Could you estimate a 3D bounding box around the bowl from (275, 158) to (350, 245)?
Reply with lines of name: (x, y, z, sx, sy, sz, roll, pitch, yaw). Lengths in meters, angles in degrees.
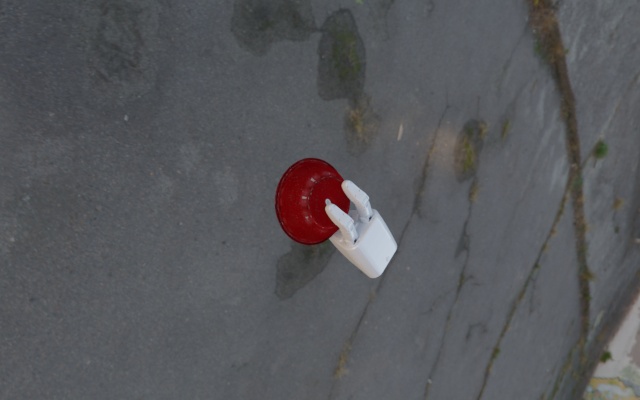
bowl: (-0.001, 0.002, 0.856, 0.162, 0.162, 0.055, 0, 2, -36)
